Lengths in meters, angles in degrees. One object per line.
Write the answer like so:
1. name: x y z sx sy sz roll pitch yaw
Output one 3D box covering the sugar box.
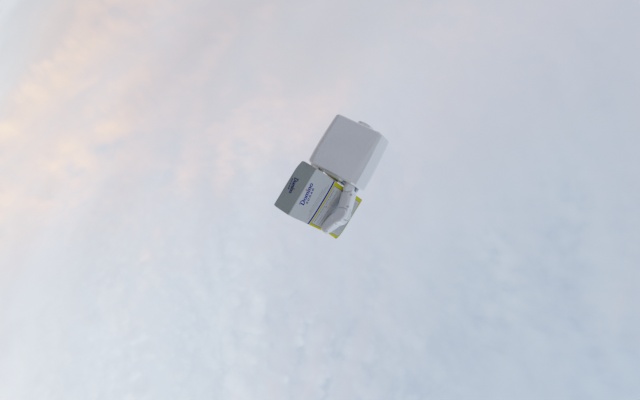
1. sugar box: 0.000 0.003 0.866 0.048 0.093 0.176 32 0 38
